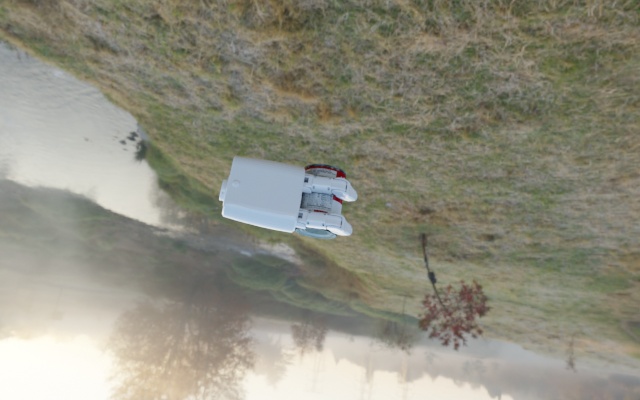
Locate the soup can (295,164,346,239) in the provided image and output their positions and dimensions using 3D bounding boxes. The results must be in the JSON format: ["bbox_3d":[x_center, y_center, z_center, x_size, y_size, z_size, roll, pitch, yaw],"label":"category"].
[{"bbox_3d":[0.001,0.003,0.742,0.068,0.102,0.068,8,-16,2],"label":"soup can"}]
